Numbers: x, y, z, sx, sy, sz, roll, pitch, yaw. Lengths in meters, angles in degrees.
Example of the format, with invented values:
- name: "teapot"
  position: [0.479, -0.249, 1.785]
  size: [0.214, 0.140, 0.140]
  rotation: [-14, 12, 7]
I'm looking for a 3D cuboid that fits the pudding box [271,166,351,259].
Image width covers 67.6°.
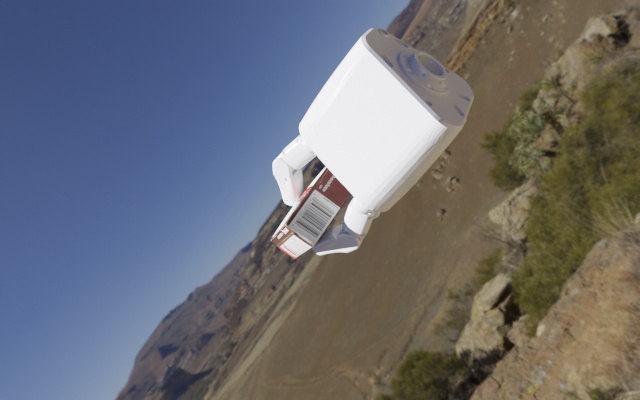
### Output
- name: "pudding box"
  position: [0.000, 0.002, 0.496]
  size: [0.039, 0.113, 0.090]
  rotation: [38, -20, -2]
